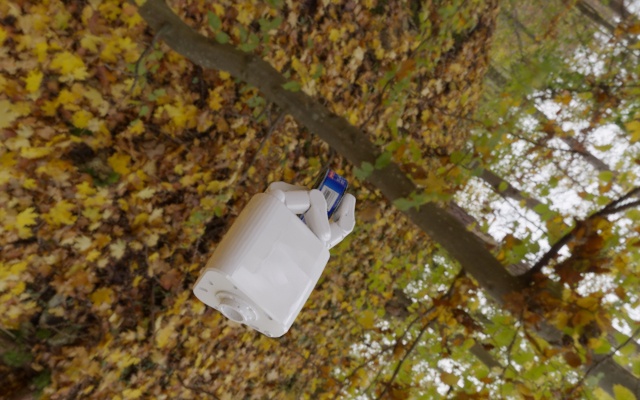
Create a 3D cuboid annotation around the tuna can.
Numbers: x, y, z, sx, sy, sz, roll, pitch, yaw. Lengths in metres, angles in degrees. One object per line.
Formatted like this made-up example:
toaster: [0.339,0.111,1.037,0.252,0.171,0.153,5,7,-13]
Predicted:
tuna can: [0.001,0.002,0.619,0.034,0.086,0.086,31,-4,-6]
